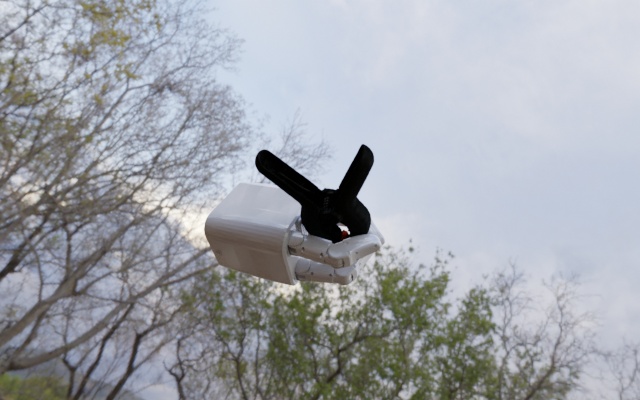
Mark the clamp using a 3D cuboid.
[{"bbox_3d":[0.000,0.001,0.515,0.120,0.039,0.172,10,-39,16],"label":"clamp"}]
